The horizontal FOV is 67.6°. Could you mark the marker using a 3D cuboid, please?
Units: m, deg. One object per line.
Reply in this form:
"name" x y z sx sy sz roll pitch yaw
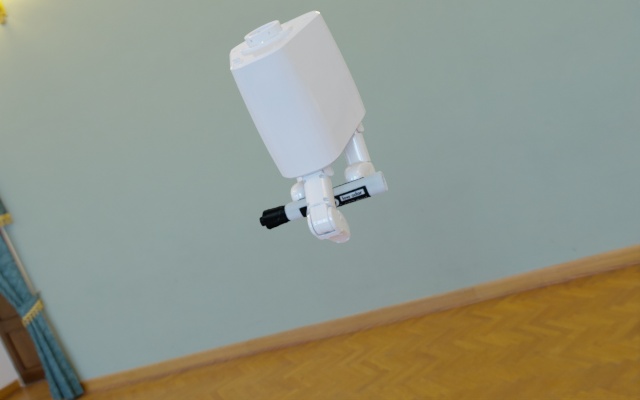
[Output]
"marker" 0.000 0.001 0.429 0.121 0.020 0.020 -18 -5 16
